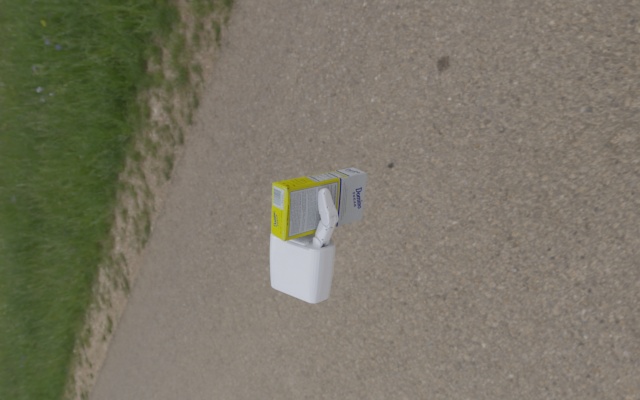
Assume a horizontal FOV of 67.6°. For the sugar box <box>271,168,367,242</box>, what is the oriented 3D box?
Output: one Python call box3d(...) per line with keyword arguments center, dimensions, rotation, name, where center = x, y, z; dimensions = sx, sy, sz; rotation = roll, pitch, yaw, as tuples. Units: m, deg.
box3d(center=(0.000, 0.003, 0.817), dimensions=(0.176, 0.093, 0.048), rotation=(-14, 27, -40), name="sugar box")
